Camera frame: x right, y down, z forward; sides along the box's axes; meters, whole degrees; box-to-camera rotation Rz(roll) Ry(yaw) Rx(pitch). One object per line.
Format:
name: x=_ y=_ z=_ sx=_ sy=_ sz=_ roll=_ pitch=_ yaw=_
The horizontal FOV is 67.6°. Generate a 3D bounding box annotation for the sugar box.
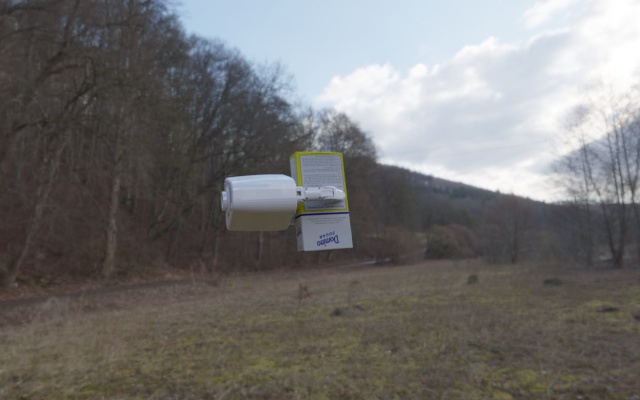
sugar box: x=0.000 y=0.003 z=0.852 sx=0.093 sy=0.176 sz=0.048 roll=-1 pitch=-8 yaw=-19
